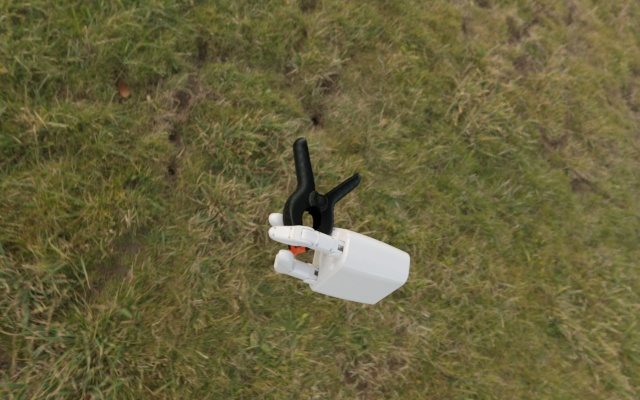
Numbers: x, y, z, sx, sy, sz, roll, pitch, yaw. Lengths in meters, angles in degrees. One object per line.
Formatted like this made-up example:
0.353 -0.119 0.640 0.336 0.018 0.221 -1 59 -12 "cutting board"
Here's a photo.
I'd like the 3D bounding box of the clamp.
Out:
0.000 0.002 0.692 0.120 0.171 0.039 20 -23 -21 "clamp"
